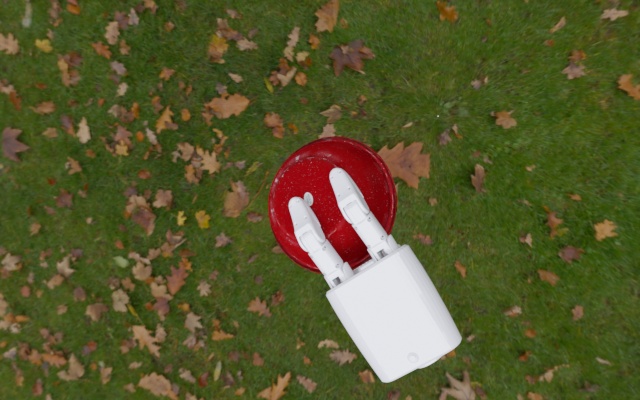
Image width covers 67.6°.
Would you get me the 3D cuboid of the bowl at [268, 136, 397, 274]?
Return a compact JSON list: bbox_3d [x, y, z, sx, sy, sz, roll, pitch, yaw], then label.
[{"bbox_3d":[-0.001,0.001,0.533,0.162,0.162,0.055,0,-6,24],"label":"bowl"}]
